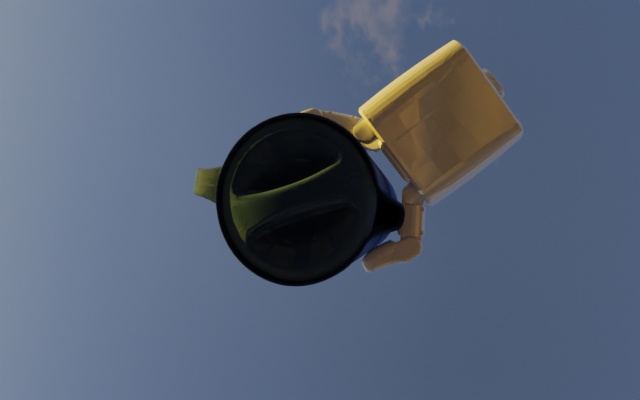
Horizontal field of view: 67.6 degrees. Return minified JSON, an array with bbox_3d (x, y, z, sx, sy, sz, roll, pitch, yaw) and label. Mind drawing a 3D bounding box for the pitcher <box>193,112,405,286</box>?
[{"bbox_3d":[0.000,0.001,0.477,0.145,0.149,0.243,-38,-12,11],"label":"pitcher"}]
